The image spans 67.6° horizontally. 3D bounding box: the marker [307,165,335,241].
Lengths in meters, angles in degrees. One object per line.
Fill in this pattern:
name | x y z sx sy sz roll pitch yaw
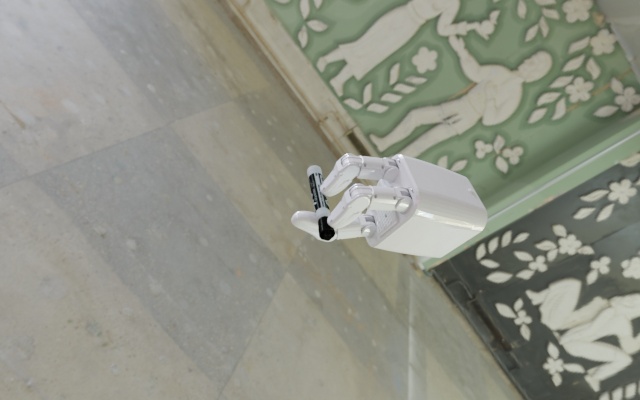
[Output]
marker | 0.000 0.002 0.580 0.020 0.020 0.121 0 43 -11
